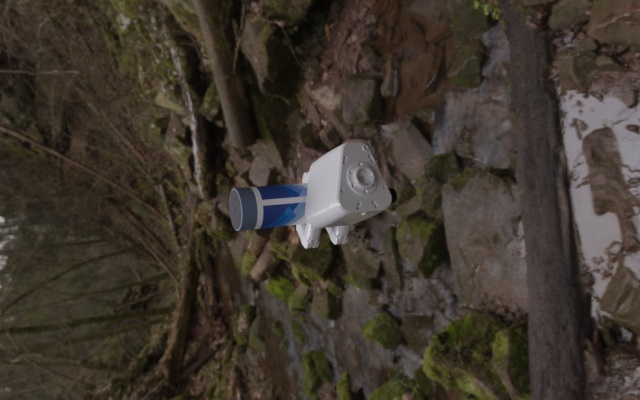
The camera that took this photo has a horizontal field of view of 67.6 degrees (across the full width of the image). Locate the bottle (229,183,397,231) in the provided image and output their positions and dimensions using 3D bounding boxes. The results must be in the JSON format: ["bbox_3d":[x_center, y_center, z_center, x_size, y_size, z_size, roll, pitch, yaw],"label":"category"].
[{"bbox_3d":[0.000,0.003,0.799,0.296,0.069,0.069,-5,2,-27],"label":"bottle"}]
